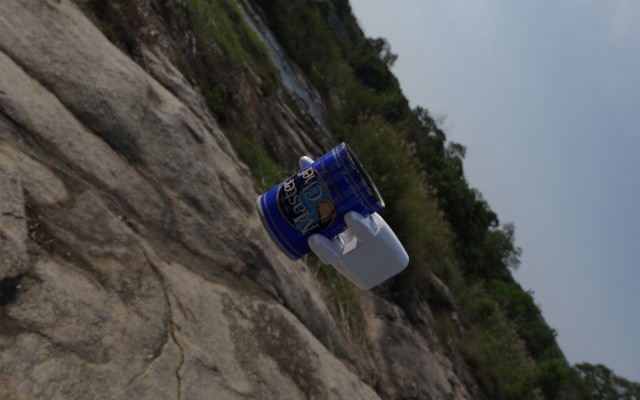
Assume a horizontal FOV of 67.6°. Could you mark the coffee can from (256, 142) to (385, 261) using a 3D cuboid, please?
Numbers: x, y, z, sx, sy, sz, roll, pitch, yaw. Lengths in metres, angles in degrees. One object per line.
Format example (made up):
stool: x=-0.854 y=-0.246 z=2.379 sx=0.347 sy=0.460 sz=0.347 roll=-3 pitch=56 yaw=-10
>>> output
coffee can: x=0.000 y=0.002 z=0.642 sx=0.140 sy=0.103 sz=0.103 roll=-32 pitch=-7 yaw=11
